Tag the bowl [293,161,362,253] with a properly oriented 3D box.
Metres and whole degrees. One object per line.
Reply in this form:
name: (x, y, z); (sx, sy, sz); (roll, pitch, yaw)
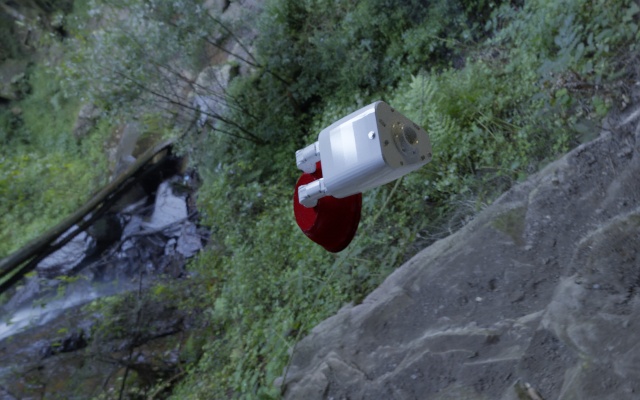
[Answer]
bowl: (-0.001, 0.003, 0.759); (0.055, 0.162, 0.162); (2, -1, -28)
